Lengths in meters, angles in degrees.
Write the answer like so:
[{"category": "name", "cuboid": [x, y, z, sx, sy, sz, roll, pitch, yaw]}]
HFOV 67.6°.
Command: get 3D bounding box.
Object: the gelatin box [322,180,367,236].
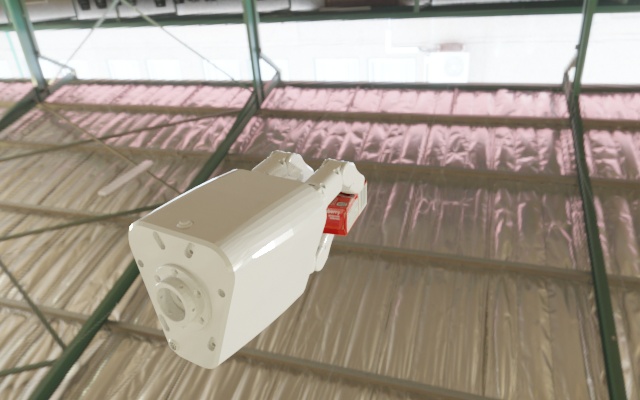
[{"category": "gelatin box", "cuboid": [0.000, 0.002, 0.457, 0.073, 0.030, 0.089, 6, 20, 16]}]
